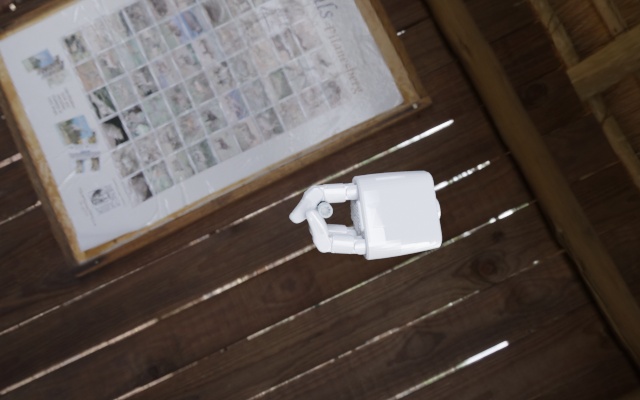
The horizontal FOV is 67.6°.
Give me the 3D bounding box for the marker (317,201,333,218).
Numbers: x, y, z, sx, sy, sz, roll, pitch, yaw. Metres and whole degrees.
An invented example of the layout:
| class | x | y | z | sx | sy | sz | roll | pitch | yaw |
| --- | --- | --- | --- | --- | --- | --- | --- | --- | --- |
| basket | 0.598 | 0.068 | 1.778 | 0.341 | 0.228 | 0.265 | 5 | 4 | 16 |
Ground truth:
| class | x | y | z | sx | sy | sz | roll | pitch | yaw |
| --- | --- | --- | --- | --- | --- | --- | --- | --- | --- |
| marker | 0.000 | 0.002 | 0.692 | 0.020 | 0.020 | 0.121 | 0 | 11 | -7 |
